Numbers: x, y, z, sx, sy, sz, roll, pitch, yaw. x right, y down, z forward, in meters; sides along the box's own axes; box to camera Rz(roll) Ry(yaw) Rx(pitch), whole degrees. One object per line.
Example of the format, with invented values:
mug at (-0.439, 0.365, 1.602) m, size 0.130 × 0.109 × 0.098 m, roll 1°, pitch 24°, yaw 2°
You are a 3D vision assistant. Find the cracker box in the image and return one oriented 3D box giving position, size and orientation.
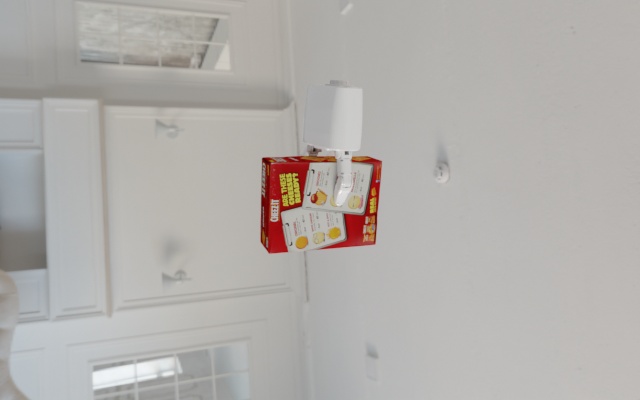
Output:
cracker box at (0.000, 0.003, 0.876) m, size 0.214 × 0.164 × 0.072 m, roll -3°, pitch 15°, yaw -22°
